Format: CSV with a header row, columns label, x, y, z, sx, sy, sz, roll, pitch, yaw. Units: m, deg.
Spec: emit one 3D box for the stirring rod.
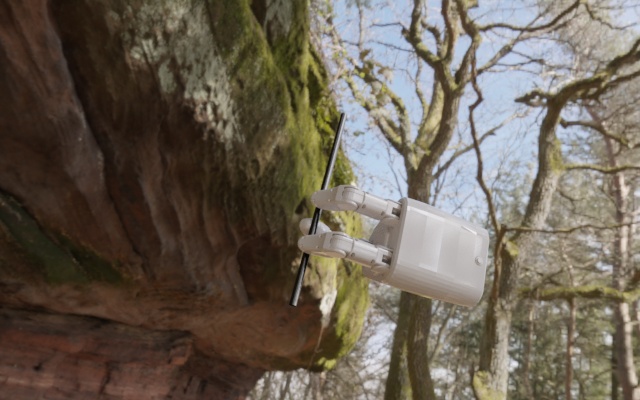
label,x,y,z,sx,sy,sz,roll,pitch,yaw
stirring rod,0.000,0.002,0.541,0.011,0.239,0.011,13,-23,6
